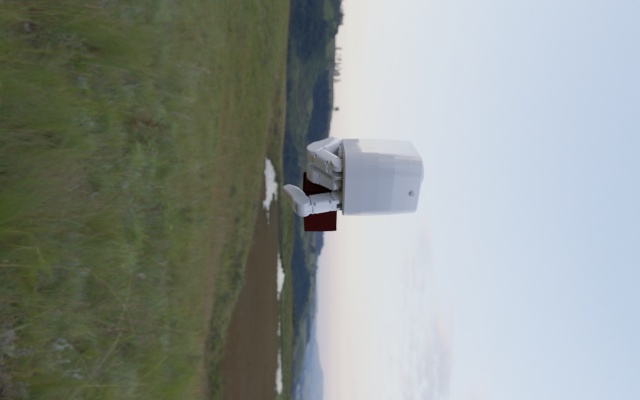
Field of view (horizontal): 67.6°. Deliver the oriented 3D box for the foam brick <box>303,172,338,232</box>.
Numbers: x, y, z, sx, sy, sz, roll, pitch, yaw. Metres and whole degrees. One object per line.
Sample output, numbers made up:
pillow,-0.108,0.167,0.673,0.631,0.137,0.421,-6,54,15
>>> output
foam brick,0.000,0.003,0.719,0.051,0.078,0.053,0,40,0
